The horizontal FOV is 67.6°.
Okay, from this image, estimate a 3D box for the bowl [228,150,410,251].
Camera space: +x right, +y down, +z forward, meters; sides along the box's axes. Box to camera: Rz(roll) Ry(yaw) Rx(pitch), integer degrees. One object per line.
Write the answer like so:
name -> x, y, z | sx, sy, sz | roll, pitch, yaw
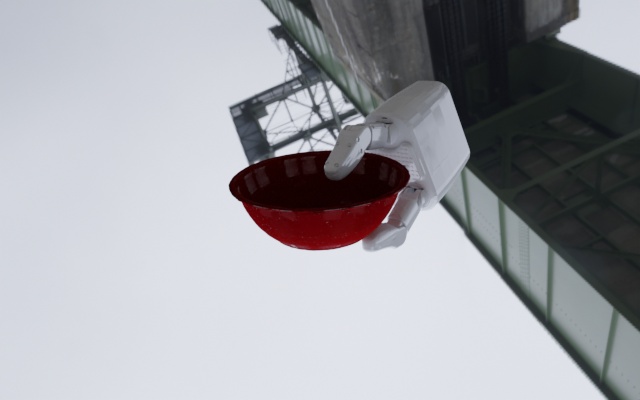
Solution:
bowl -> -0.001, 0.002, 0.439 | 0.162, 0.055, 0.162 | -3, 22, 1
